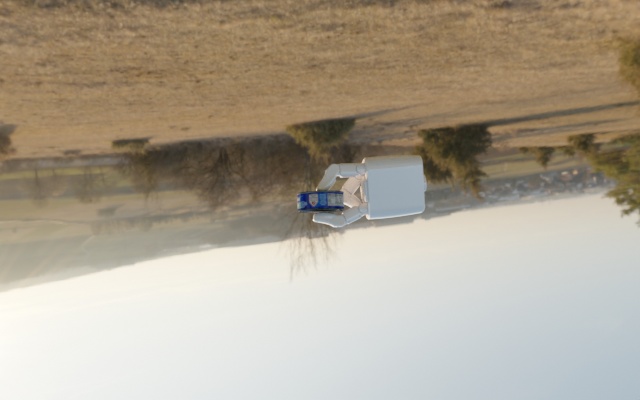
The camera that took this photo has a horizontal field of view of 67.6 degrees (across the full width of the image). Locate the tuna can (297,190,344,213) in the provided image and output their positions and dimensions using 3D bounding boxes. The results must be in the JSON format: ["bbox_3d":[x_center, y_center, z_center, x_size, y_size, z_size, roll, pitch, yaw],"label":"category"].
[{"bbox_3d":[0.000,0.003,0.866,0.086,0.033,0.086,-2,-5,0],"label":"tuna can"}]
